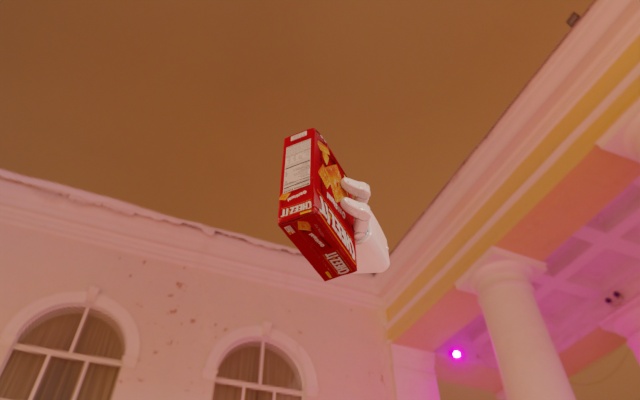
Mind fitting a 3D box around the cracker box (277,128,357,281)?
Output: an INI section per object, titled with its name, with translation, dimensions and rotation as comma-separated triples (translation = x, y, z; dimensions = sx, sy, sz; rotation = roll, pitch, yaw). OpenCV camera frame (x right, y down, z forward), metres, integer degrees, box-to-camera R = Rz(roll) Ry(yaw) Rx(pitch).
[cracker box]
translation = 0.000, 0.003, 0.825
dimensions = 0.072, 0.213, 0.164
rotation = -20, -49, 18
